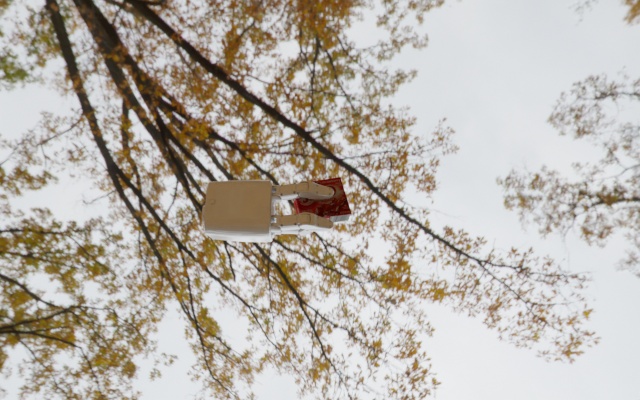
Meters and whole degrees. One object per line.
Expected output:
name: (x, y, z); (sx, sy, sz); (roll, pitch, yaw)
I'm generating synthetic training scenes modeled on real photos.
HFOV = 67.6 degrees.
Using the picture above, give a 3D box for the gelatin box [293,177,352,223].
gelatin box: (0.000, 0.003, 0.808); (0.089, 0.073, 0.030); (-8, -27, -15)
